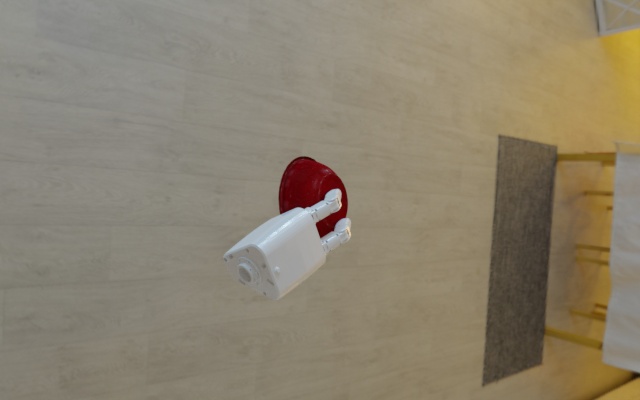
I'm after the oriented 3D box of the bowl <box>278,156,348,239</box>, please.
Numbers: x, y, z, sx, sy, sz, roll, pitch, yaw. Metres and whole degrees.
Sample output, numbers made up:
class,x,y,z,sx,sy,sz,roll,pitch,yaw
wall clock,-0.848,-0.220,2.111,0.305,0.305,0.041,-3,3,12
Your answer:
class,x,y,z,sx,sy,sz,roll,pitch,yaw
bowl,0.001,0.002,0.804,0.055,0.162,0.162,-5,-3,33
